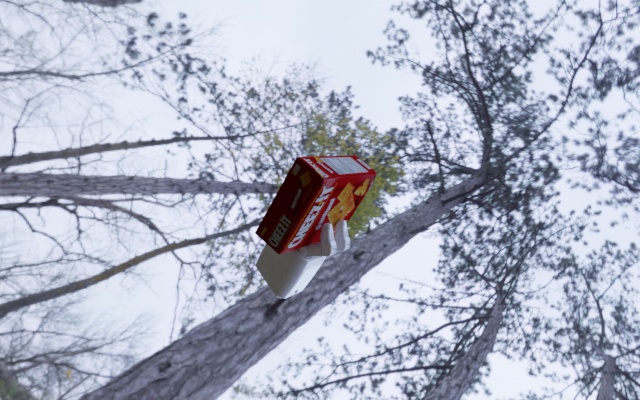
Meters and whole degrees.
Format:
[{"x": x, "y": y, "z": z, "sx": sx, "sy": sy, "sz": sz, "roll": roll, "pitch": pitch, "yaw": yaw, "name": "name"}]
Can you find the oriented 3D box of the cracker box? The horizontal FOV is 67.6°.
[{"x": 0.000, "y": 0.003, "z": 0.880, "sx": 0.072, "sy": 0.164, "sz": 0.213, "roll": 39, "pitch": 23, "yaw": 21, "name": "cracker box"}]
